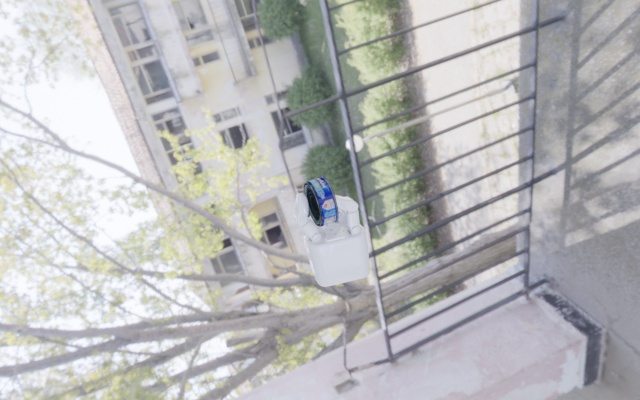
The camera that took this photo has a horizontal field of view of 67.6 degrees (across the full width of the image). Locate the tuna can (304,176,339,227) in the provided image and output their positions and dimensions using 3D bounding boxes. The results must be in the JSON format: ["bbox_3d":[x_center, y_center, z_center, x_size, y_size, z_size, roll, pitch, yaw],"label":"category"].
[{"bbox_3d":[0.000,0.003,0.848,0.034,0.086,0.086,-17,5,-15],"label":"tuna can"}]
